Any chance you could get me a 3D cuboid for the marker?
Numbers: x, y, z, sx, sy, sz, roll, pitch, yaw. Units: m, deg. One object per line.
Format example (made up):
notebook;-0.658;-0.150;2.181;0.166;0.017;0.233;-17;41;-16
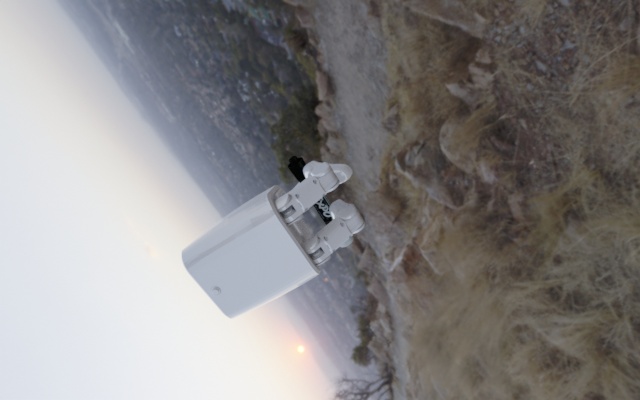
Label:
marker;0.000;0.002;0.530;0.020;0.121;0.020;-27;23;13
